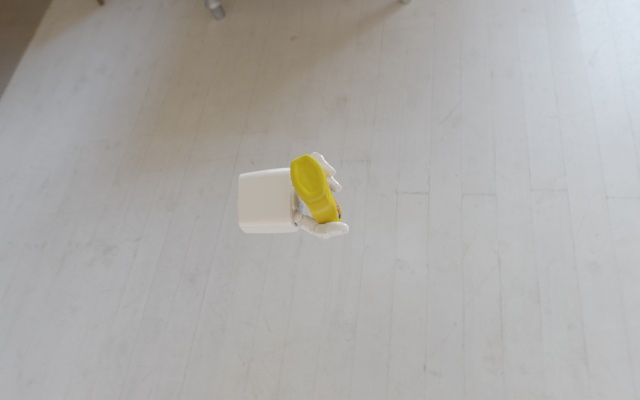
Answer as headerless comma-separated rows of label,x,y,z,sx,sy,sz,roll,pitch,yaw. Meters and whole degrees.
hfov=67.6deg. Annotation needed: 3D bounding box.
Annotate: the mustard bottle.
mustard bottle,0.000,0.003,0.872,0.058,0.096,0.192,-26,-30,1
